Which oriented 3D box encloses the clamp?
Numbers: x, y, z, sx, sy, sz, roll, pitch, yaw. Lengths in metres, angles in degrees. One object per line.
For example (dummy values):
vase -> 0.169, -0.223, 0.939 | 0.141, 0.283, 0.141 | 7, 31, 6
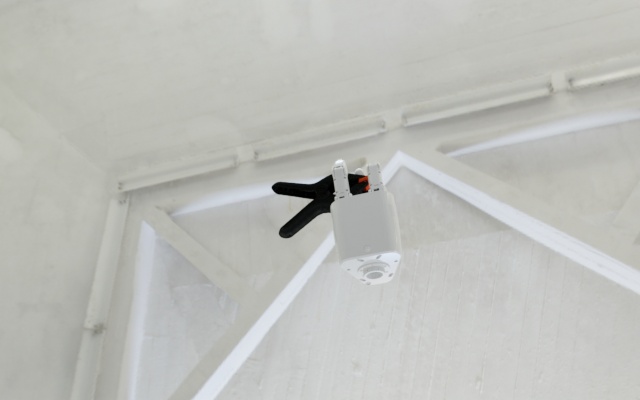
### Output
clamp -> 0.000, 0.003, 0.787 | 0.171, 0.120, 0.039 | -12, -37, 10
